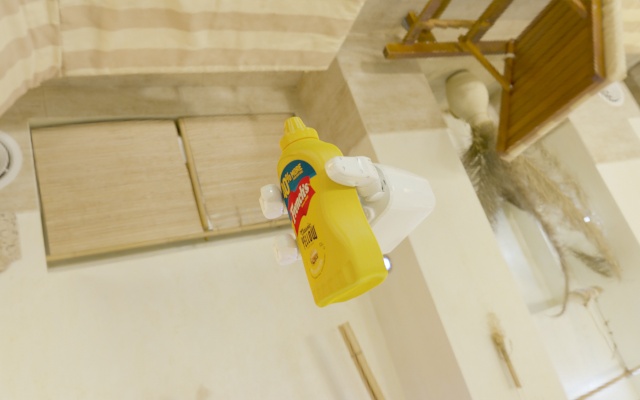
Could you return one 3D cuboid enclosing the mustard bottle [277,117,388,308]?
[{"bbox_3d":[0.000,0.002,0.473,0.058,0.191,0.096,-8,-22,-28],"label":"mustard bottle"}]
